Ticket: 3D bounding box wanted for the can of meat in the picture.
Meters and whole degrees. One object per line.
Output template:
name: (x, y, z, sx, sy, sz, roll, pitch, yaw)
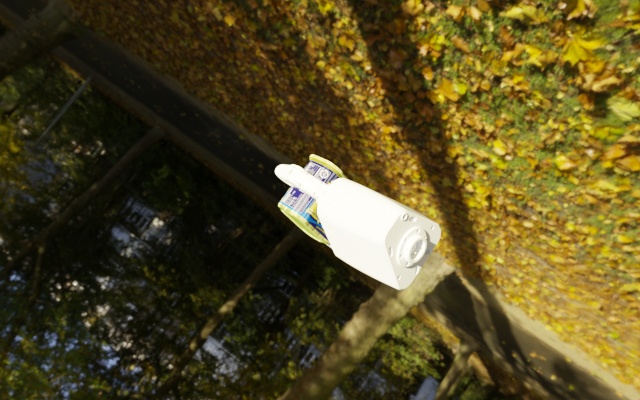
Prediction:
can of meat: (0.000, 0.002, 0.649, 0.057, 0.084, 0.102, 28, -12, 39)
